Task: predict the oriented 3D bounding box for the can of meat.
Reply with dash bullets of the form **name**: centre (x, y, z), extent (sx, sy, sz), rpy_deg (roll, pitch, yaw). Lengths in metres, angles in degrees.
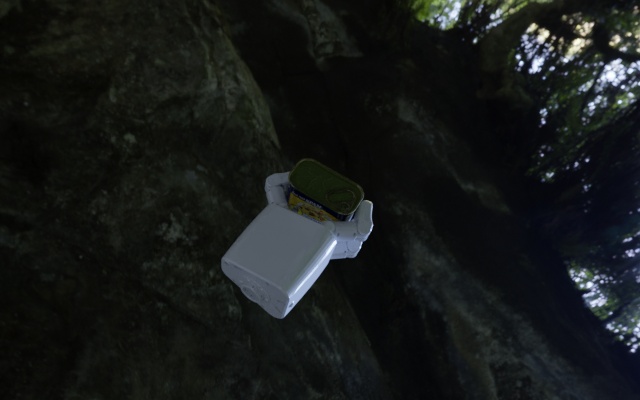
- **can of meat**: centre (0.000, 0.002, 0.671), extent (0.102, 0.057, 0.084), rpy_deg (30, -35, 8)
